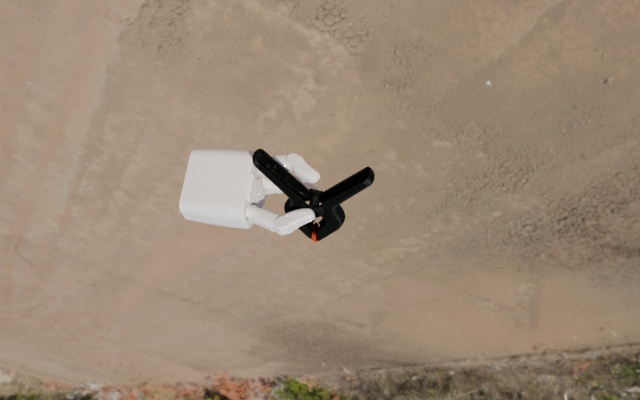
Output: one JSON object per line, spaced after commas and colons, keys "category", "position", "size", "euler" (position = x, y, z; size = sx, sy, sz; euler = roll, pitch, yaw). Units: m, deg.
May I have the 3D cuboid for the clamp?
{"category": "clamp", "position": [0.000, 0.003, 0.702], "size": [0.164, 0.036, 0.210], "euler": [7, -32, 13]}
